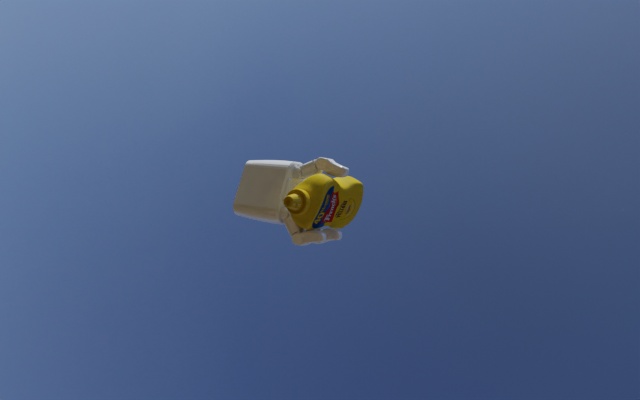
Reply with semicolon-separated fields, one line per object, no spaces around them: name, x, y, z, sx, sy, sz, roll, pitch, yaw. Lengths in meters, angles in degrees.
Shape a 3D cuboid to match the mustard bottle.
mustard bottle;0.001;0.003;0.801;0.058;0.096;0.191;34;16;28
